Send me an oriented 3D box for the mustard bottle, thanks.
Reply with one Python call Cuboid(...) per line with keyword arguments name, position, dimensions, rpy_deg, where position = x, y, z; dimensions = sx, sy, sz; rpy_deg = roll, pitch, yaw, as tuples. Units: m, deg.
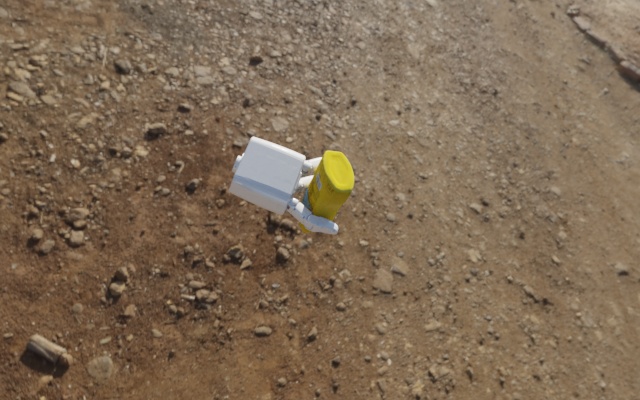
Cuboid(name="mustard bottle", position=(0.001, 0.003, 0.892), dimensions=(0.058, 0.096, 0.192), rpy_deg=(3, -37, -23))
